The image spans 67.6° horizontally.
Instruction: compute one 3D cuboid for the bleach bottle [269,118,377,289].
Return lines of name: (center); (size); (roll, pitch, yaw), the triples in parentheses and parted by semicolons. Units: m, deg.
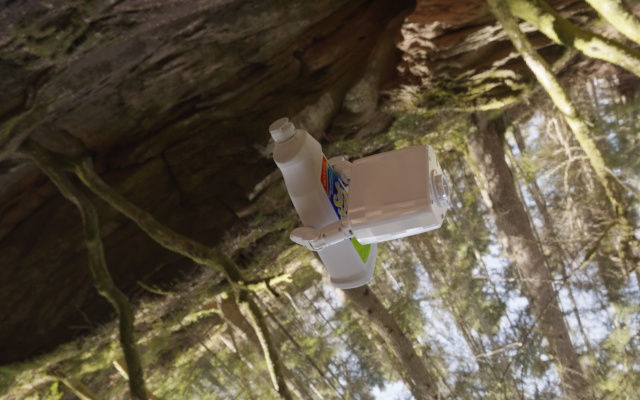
bleach bottle: (0.000, 0.002, 0.660); (0.068, 0.251, 0.102); (-14, 34, 26)
